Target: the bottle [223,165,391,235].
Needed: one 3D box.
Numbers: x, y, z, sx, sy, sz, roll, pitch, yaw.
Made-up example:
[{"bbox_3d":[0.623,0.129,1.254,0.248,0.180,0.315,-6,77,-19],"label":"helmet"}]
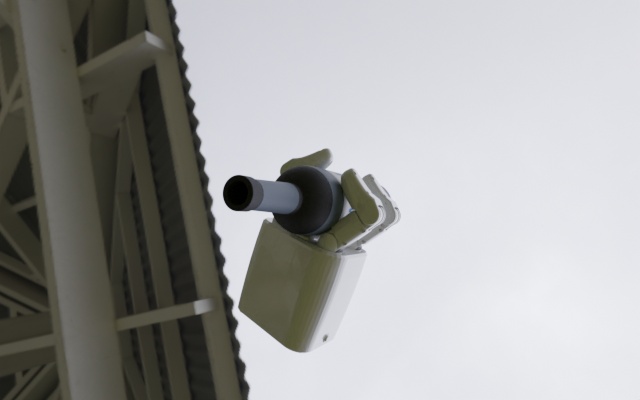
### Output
[{"bbox_3d":[0.000,0.002,0.486,0.069,0.069,0.296,0,-3,25],"label":"bottle"}]
